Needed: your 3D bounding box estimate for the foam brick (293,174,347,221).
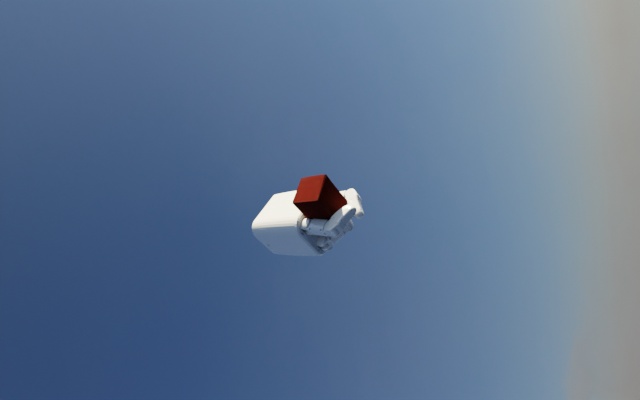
[{"bbox_3d":[0.000,0.002,0.779,0.051,0.053,0.078,-4,-37,34],"label":"foam brick"}]
